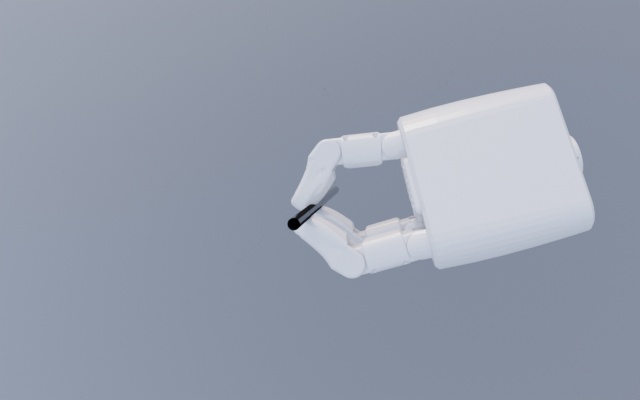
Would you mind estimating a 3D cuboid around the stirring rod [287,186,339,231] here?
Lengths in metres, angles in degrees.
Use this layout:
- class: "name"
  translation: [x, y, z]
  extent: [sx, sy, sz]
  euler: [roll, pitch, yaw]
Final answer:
- class: "stirring rod"
  translation: [0.000, 0.001, 0.411]
  extent: [0.011, 0.011, 0.239]
  euler: [0, 6, 8]
